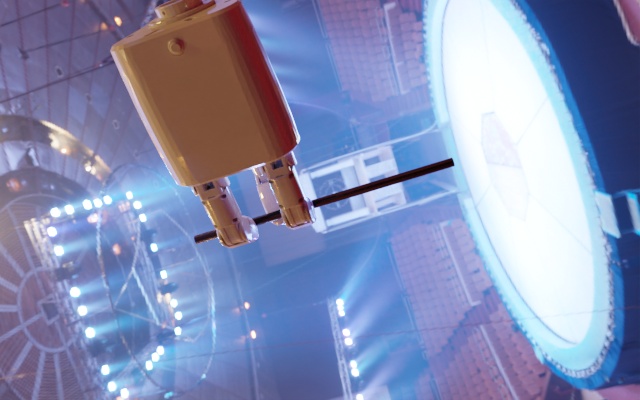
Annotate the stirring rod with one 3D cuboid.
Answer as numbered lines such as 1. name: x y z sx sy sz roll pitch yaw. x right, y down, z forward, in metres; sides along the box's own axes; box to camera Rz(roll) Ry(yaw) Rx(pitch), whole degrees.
1. stirring rod: 0.000 0.001 0.425 0.239 0.011 0.011 -17 -2 6
